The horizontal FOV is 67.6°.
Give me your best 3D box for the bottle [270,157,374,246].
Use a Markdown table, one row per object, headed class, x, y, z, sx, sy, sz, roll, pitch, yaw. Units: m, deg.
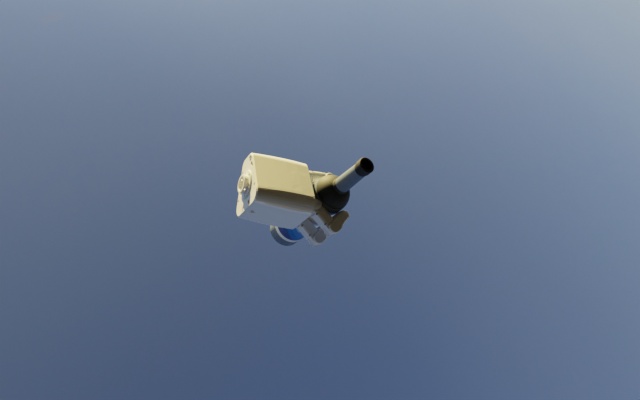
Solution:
| class | x | y | z | sx | sy | sz | roll | pitch | yaw |
| --- | --- | --- | --- | --- | --- | --- | --- | --- | --- |
| bottle | 0.000 | 0.003 | 0.858 | 0.069 | 0.069 | 0.296 | 0 | -23 | -32 |
